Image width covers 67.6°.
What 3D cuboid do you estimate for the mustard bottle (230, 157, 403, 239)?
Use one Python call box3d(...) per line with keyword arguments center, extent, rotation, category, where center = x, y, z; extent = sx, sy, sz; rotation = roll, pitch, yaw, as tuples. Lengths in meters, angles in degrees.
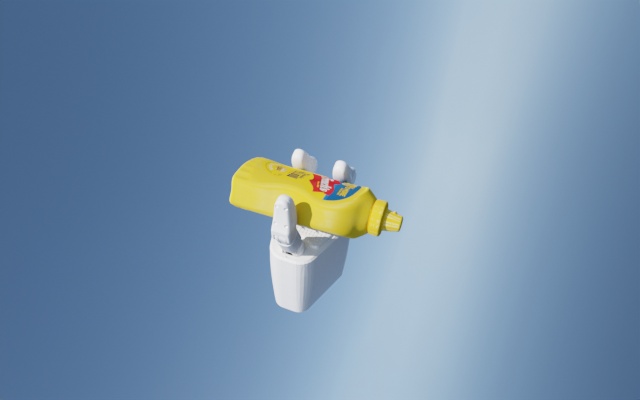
box3d(center=(0.000, 0.001, 0.551), extent=(0.191, 0.058, 0.096), rotation=(16, 18, 14), category="mustard bottle")
